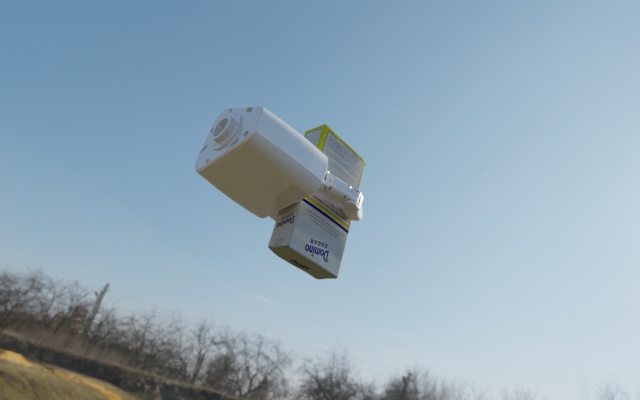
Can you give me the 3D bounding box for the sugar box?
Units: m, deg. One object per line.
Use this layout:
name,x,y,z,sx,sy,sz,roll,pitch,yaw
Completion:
sugar box,0.000,0.002,0.611,0.048,0.176,0.093,-9,-37,44
